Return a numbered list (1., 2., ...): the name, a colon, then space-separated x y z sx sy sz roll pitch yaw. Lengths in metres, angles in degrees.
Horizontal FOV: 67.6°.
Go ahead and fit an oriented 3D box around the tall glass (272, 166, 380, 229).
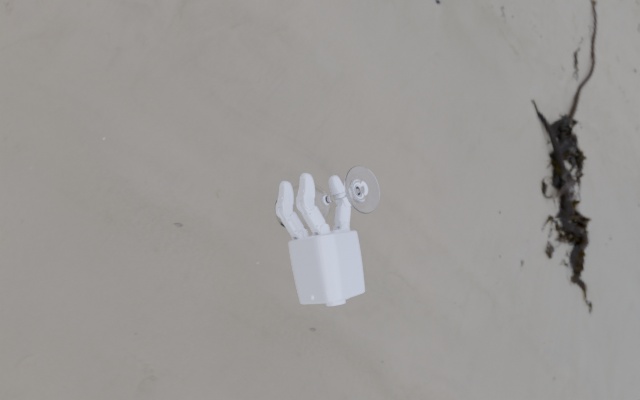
1. tall glass: 0.001 0.002 0.793 0.079 0.079 0.201 0 -11 -41
